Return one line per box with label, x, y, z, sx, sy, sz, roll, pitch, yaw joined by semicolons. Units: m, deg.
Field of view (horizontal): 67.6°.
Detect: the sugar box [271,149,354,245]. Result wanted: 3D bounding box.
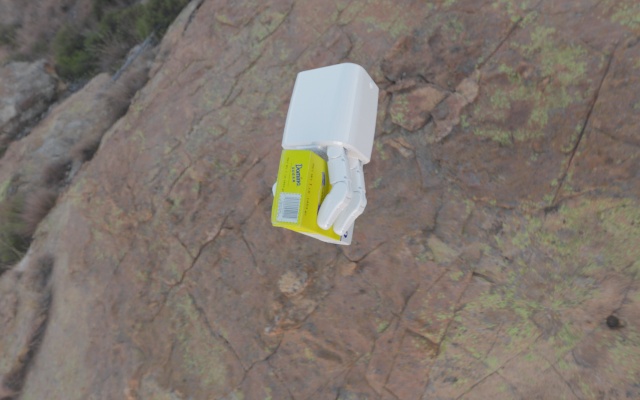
sugar box;0.001;0.002;0.629;0.048;0.093;0.176;5;-9;27
